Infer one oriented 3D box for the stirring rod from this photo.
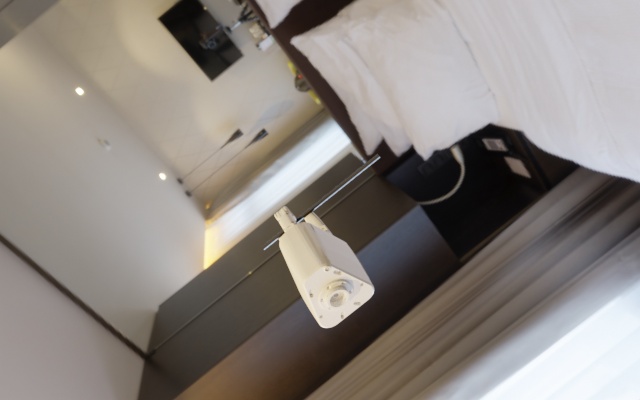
[{"bbox_3d":[0.000,0.002,0.776,0.239,0.011,0.011,-39,-2,2],"label":"stirring rod"}]
